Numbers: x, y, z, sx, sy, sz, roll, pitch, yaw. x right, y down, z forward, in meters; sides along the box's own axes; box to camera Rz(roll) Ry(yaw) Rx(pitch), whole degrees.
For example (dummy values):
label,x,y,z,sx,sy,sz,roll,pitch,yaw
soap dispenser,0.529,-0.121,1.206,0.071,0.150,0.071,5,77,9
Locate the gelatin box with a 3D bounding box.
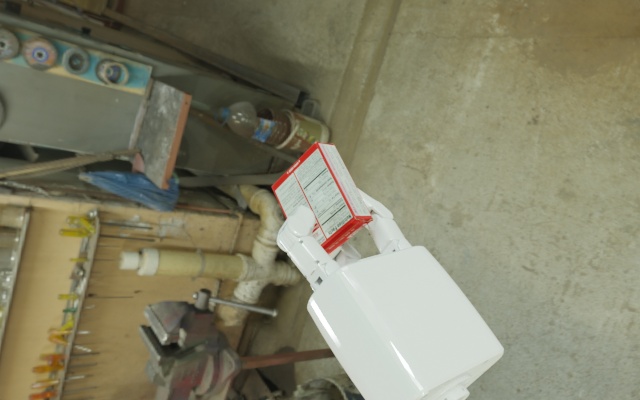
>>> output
label,x,y,z,sx,sy,sz,roll,pitch,yaw
gelatin box,0.000,0.001,0.451,0.030,0.089,0.073,1,-35,-48
